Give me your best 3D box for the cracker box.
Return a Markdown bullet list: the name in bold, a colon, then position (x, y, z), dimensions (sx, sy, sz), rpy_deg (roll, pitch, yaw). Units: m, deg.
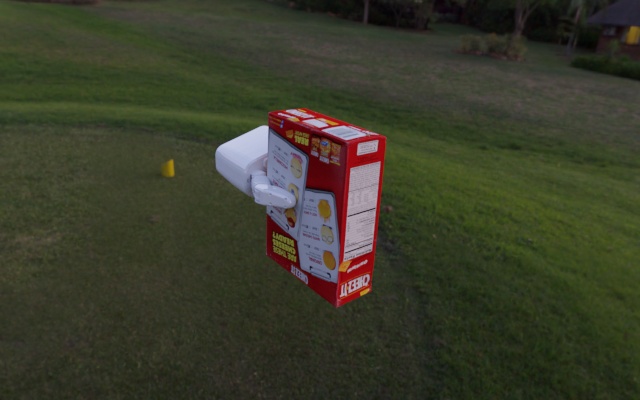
- **cracker box**: position (0.000, 0.002, 0.621), dimensions (0.072, 0.214, 0.164), rpy_deg (-15, 28, -35)
